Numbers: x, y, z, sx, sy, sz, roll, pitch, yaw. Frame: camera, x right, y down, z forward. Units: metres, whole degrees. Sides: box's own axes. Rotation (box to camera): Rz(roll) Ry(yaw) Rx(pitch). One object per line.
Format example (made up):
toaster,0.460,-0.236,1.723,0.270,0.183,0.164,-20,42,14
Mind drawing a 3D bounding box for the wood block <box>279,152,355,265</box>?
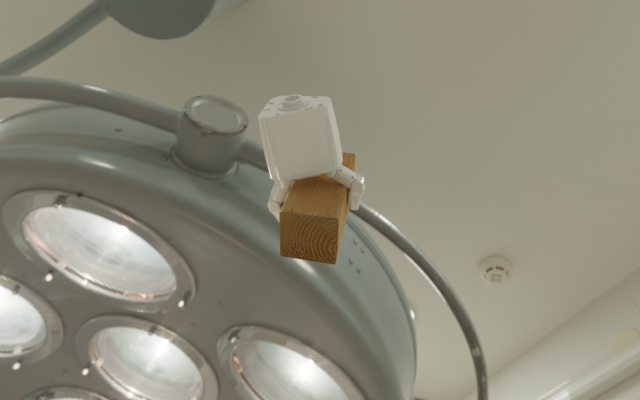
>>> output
wood block,0.000,0.002,0.798,0.091,0.090,0.206,7,34,8
